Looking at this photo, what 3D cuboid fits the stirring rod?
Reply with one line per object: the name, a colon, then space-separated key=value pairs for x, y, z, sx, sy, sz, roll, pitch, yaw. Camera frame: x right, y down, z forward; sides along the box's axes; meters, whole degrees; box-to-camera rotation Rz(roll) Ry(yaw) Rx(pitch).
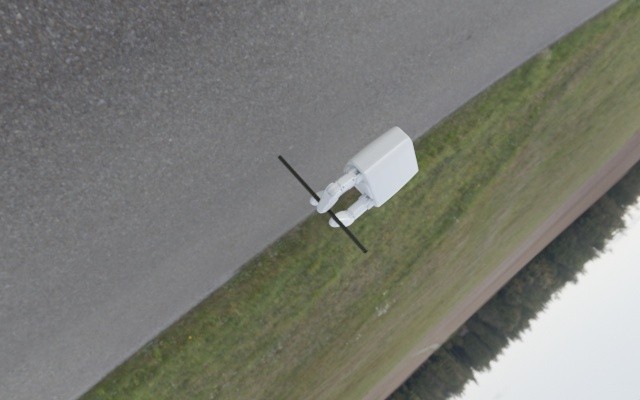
stirring rod: x=0.000 y=0.003 z=0.839 sx=0.239 sy=0.011 sz=0.011 roll=48 pitch=21 yaw=20
